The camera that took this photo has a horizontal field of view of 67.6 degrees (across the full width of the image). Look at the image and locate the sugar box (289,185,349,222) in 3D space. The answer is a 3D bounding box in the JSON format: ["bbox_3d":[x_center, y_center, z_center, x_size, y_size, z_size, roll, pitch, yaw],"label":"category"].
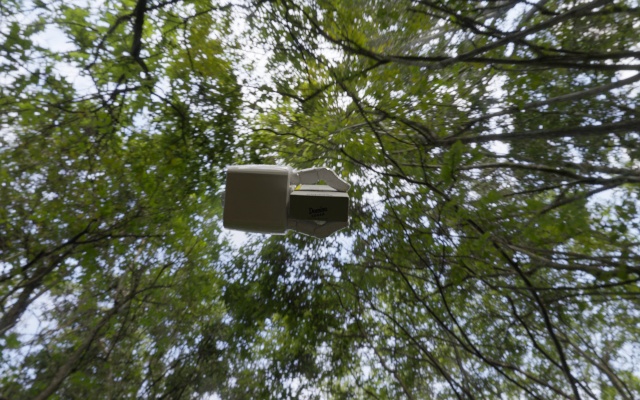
[{"bbox_3d":[0.000,0.003,0.806,0.093,0.048,0.176,3,9,2],"label":"sugar box"}]
